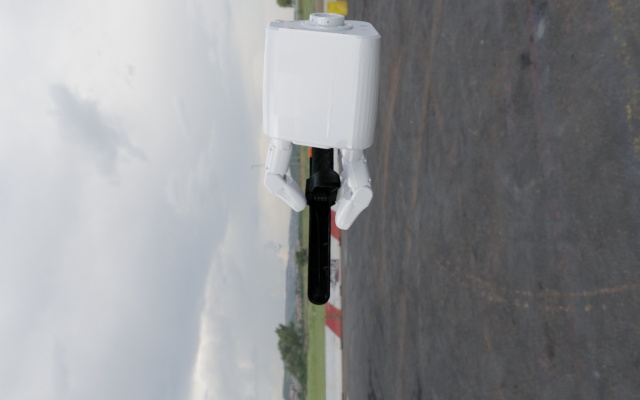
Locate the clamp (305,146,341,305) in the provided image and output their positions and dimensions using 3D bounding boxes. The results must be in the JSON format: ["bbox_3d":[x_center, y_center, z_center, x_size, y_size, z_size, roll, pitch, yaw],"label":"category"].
[{"bbox_3d":[-0.001,0.001,0.547,0.036,0.165,0.209,3,29,-3],"label":"clamp"}]
